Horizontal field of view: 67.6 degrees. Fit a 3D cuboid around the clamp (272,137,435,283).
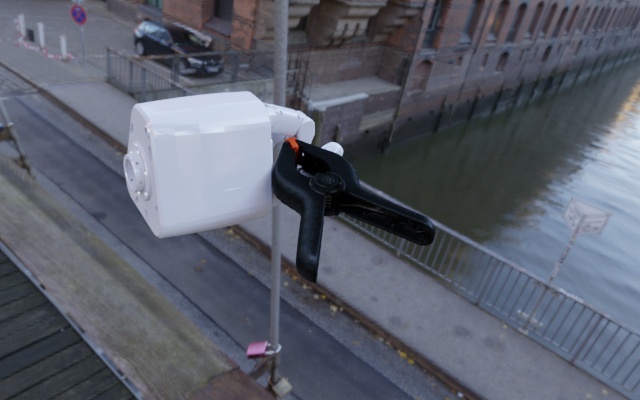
[{"bbox_3d":[0.000,0.001,0.411,0.120,0.039,0.171,-16,40,-34],"label":"clamp"}]
